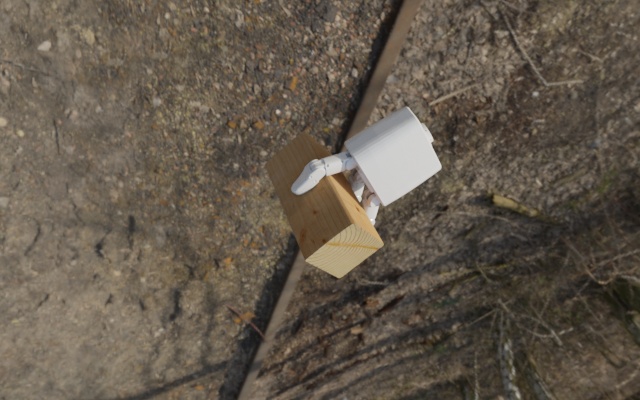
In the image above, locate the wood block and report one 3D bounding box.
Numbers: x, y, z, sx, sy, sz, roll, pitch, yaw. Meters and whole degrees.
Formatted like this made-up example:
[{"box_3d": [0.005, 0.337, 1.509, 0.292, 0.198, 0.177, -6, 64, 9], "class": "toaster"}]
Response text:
[{"box_3d": [0.000, 0.002, 0.736, 0.090, 0.206, 0.091, -39, -42, 14], "class": "wood block"}]
